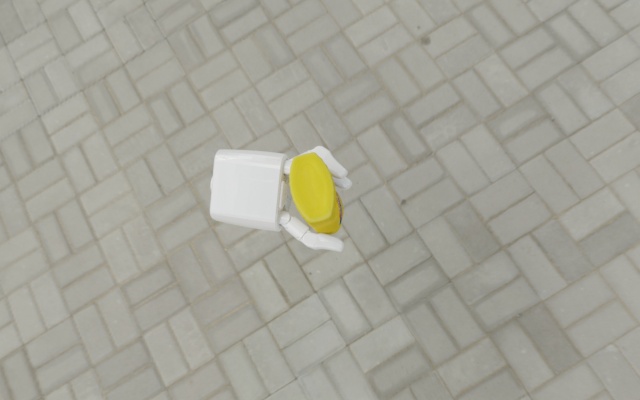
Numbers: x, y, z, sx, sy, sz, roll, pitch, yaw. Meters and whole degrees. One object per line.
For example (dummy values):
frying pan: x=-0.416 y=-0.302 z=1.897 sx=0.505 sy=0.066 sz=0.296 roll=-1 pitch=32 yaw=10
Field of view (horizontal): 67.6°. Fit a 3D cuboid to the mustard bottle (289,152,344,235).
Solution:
mustard bottle: x=0.000 y=0.002 z=0.704 sx=0.058 sy=0.096 sz=0.192 roll=-17 pitch=-14 yaw=3
